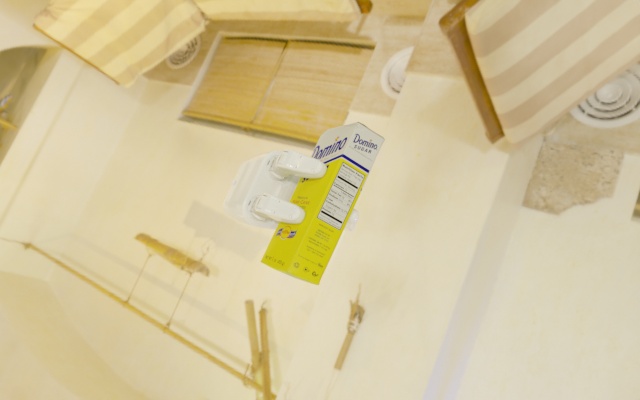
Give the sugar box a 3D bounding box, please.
[{"bbox_3d":[0.000,0.002,0.533,0.048,0.176,0.093,27,-11,-23],"label":"sugar box"}]
